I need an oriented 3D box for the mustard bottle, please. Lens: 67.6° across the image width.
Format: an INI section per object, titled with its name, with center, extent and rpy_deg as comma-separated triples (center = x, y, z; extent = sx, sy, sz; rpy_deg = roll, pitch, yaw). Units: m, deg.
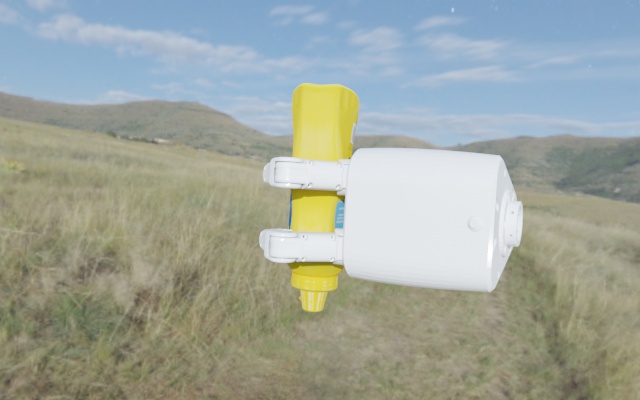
[mustard bottle]
center = 0.000, 0.001, 0.421
extent = 0.058, 0.191, 0.096
rpy_deg = 4, 1, 5
